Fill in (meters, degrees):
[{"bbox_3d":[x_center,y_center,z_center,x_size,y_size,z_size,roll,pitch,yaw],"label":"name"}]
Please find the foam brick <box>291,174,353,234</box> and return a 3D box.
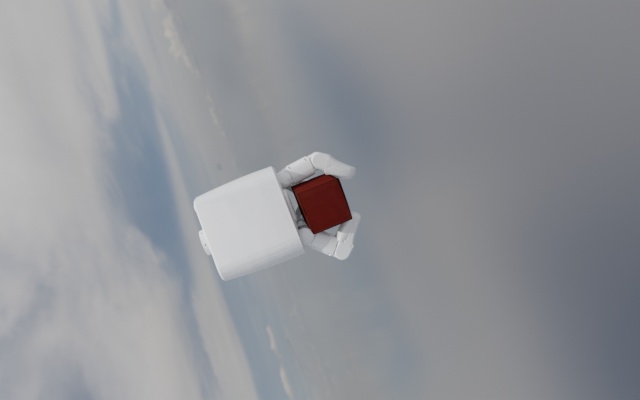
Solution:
[{"bbox_3d":[0.000,0.002,0.577,0.051,0.053,0.078,-21,10,-6],"label":"foam brick"}]
